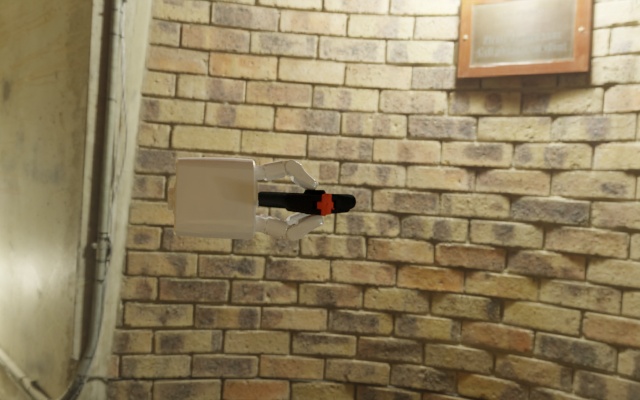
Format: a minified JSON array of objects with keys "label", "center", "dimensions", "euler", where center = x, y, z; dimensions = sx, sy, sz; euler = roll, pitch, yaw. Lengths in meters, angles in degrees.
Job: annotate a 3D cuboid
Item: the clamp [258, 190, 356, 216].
[{"label":"clamp","center":[0.000,0.001,0.701],"dimensions":[0.164,0.036,0.210],"euler":[1,2,-16]}]
